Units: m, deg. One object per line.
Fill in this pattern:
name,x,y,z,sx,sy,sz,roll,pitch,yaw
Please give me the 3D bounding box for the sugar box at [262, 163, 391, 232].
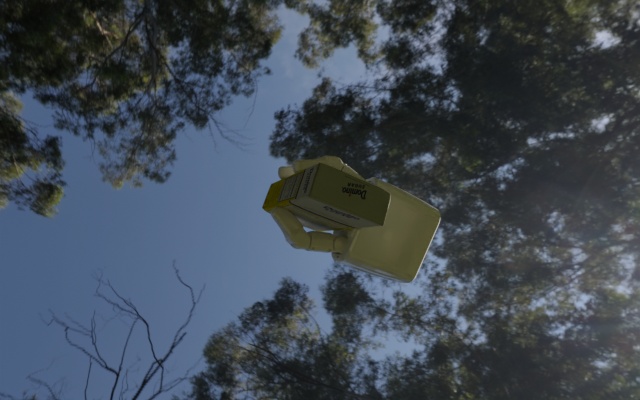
sugar box,0.000,0.001,0.575,0.093,0.048,0.176,22,-16,-20
